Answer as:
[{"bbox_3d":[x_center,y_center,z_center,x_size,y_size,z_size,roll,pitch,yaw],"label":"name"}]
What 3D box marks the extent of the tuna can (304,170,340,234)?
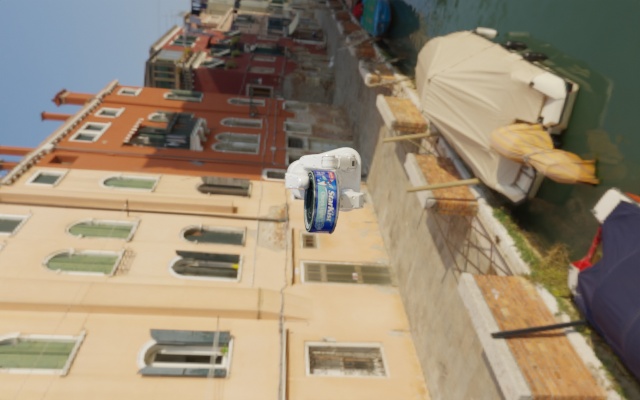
[{"bbox_3d":[0.000,0.002,0.645,0.034,0.086,0.086,3,-1,-11],"label":"tuna can"}]
